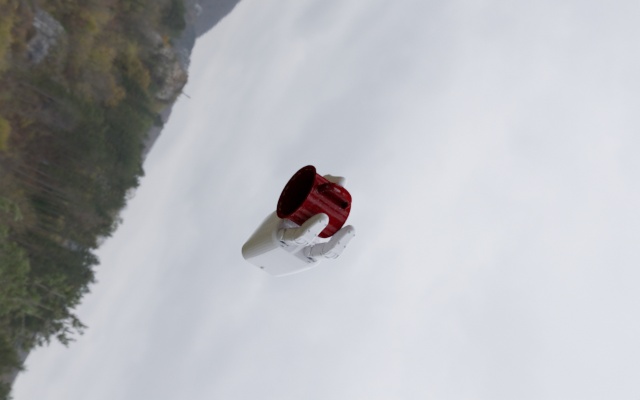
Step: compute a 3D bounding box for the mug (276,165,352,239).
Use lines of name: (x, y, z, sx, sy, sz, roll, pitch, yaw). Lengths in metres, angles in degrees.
mug: (0.001, 0.002, 0.717, 0.081, 0.093, 0.117, 33, -36, -27)
